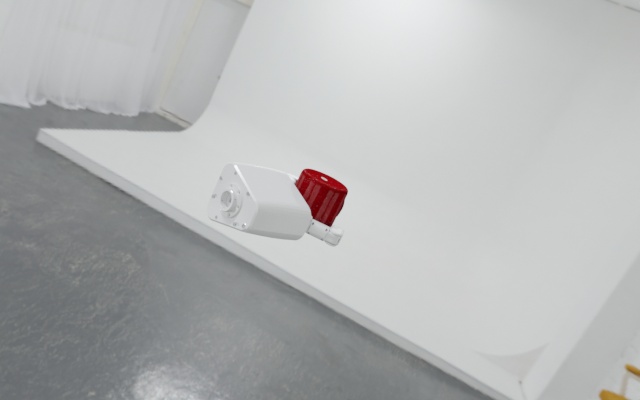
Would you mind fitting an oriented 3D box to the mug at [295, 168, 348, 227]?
[{"bbox_3d":[0.001,0.003,0.774,0.117,0.081,0.093,10,20,-49],"label":"mug"}]
